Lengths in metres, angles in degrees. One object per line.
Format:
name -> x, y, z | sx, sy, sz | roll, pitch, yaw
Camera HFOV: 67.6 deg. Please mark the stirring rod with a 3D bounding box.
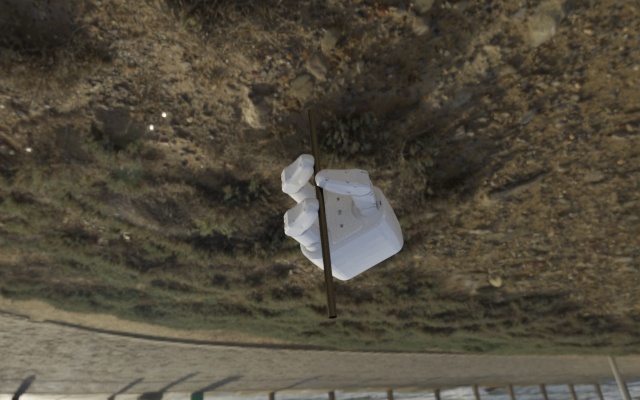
stirring rod -> 0.000, 0.002, 0.491 | 0.011, 0.239, 0.011 | -5, -29, -3
